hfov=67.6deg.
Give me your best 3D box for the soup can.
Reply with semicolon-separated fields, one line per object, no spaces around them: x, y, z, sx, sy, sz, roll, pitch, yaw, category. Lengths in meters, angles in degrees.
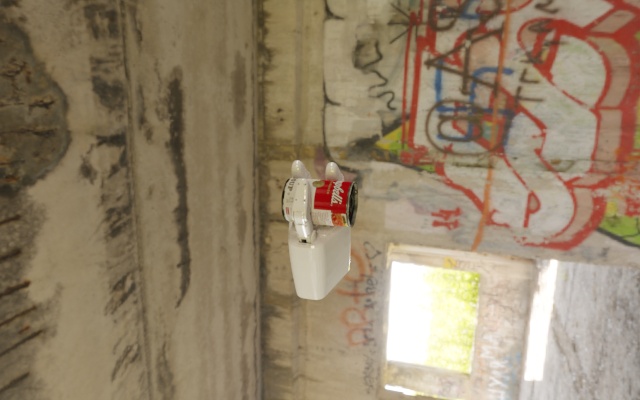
0.000;0.002;0.714;0.102;0.068;0.068;5;1;15;soup can
